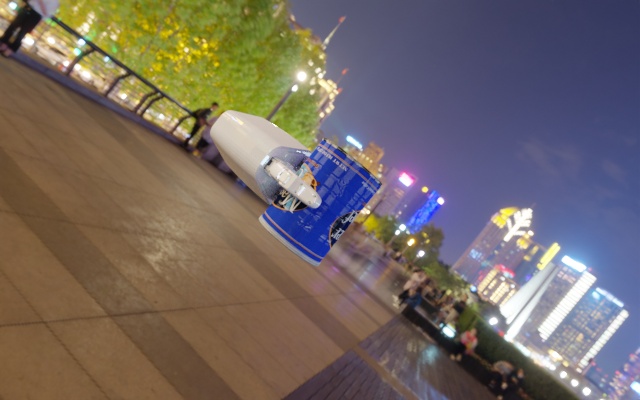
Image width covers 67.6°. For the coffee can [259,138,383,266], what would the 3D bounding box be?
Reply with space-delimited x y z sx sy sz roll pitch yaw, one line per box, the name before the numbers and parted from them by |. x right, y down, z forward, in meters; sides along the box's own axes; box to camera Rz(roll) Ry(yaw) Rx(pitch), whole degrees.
coffee can | 0.000 0.002 0.643 0.103 0.140 0.103 39 1 -1
